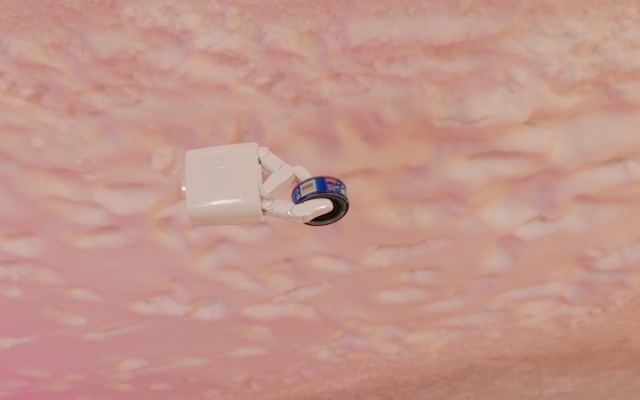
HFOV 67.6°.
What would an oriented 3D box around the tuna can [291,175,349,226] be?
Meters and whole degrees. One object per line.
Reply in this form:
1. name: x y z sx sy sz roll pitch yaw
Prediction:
1. tuna can: 0.000 0.003 0.722 0.086 0.033 0.086 -6 -37 -5
